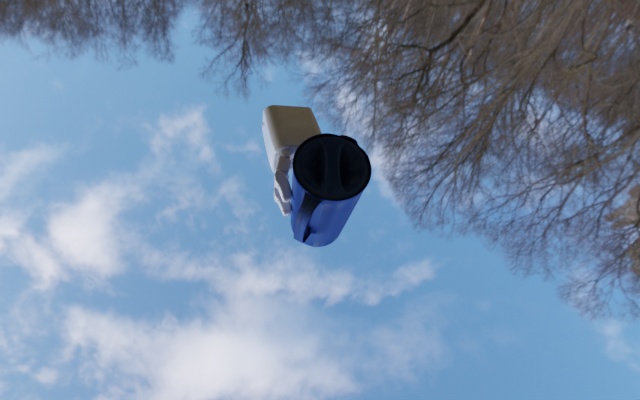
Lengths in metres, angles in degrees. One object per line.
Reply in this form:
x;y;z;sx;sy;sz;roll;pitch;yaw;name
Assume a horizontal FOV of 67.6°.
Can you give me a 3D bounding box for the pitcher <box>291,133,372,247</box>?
0.000;0.003;0.889;0.149;0.145;0.243;-14;-25;-15;pitcher
